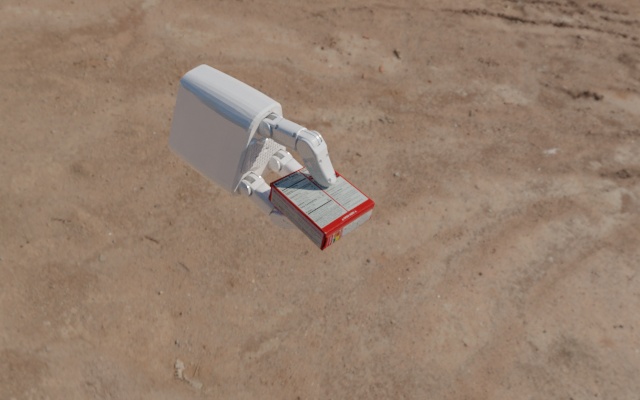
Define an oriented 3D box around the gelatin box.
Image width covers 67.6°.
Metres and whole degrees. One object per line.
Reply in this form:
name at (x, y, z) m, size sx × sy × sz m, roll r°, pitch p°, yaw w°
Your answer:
gelatin box at (0.000, 0.002, 0.506) m, size 0.073 × 0.030 × 0.089 m, roll -30°, pitch 57°, yaw -33°
